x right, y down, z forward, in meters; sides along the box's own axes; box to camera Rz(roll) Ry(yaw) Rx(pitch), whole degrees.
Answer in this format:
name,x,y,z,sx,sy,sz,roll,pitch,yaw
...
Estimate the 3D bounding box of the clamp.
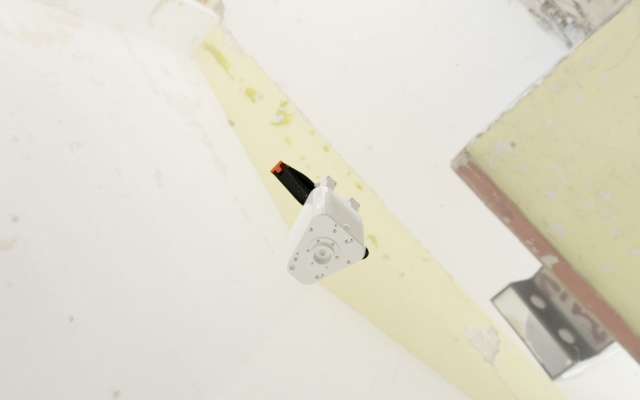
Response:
name,x,y,z,sx,sy,sz,roll,pitch,yaw
clamp,-0.001,0.003,0.840,0.210,0.036,0.164,42,13,-14
